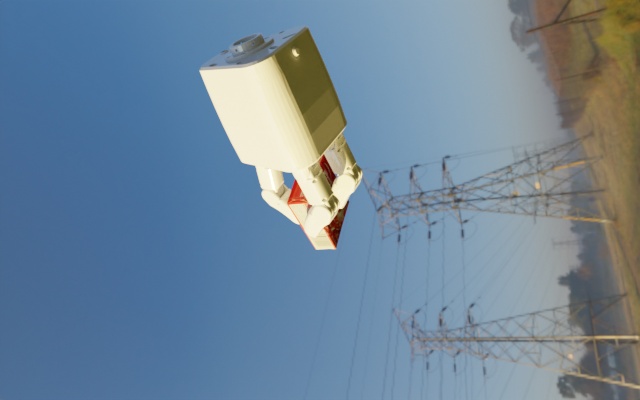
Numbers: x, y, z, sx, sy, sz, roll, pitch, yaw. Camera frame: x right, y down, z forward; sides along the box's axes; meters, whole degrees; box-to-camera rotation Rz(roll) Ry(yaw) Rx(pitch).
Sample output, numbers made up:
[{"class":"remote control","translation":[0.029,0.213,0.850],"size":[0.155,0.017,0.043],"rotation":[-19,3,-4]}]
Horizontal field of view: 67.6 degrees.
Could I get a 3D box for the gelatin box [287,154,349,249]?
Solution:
[{"class":"gelatin box","translation":[0.000,0.002,0.548],"size":[0.030,0.073,0.089],"rotation":[-4,-42,26]}]
